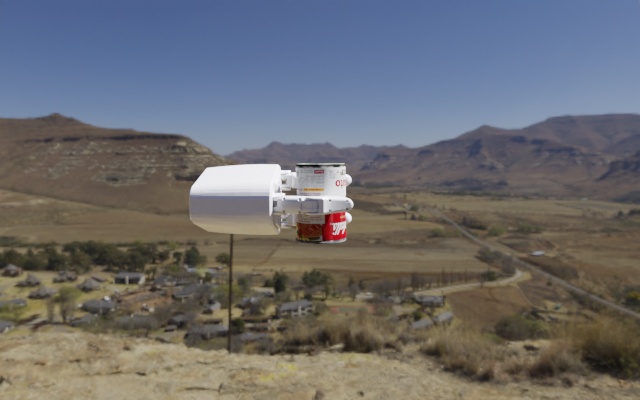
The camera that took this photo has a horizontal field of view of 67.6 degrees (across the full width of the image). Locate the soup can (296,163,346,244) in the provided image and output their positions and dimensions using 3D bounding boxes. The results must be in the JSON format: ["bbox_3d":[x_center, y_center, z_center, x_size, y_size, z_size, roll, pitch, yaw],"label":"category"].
[{"bbox_3d":[0.001,0.002,0.634,0.068,0.102,0.068,0,5,0],"label":"soup can"}]
